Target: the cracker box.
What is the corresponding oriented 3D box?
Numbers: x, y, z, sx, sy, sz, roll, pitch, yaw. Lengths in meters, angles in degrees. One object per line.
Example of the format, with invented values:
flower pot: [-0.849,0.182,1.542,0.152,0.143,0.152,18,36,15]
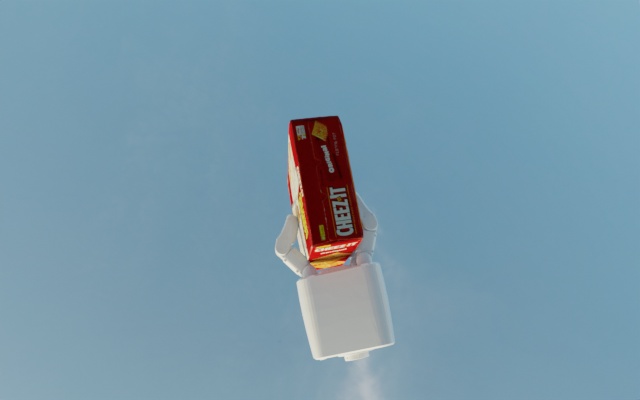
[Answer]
cracker box: [0.000,0.002,0.670,0.072,0.164,0.214,-9,-15,-7]
